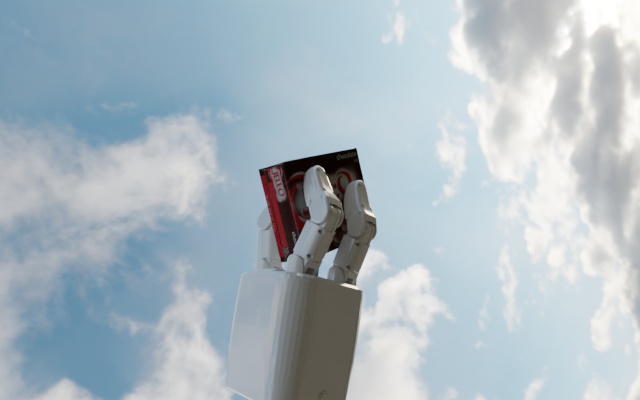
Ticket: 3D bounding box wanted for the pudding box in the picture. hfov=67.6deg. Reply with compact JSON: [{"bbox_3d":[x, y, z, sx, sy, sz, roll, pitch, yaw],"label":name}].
[{"bbox_3d":[0.000,0.002,0.462,0.039,0.090,0.113,-9,6,40],"label":"pudding box"}]
